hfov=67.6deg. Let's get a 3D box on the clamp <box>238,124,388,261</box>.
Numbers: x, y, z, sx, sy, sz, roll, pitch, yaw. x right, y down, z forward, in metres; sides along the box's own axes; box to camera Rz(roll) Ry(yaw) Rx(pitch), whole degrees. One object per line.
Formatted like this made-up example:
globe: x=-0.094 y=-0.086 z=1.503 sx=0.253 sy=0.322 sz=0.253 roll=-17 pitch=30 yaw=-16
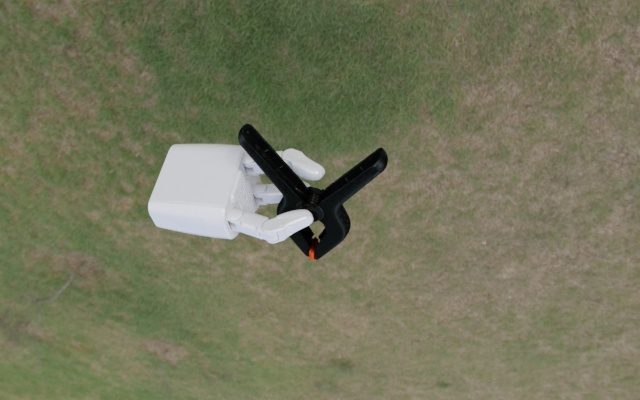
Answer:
clamp: x=0.000 y=0.003 z=0.569 sx=0.164 sy=0.036 sz=0.210 roll=8 pitch=-42 yaw=17
